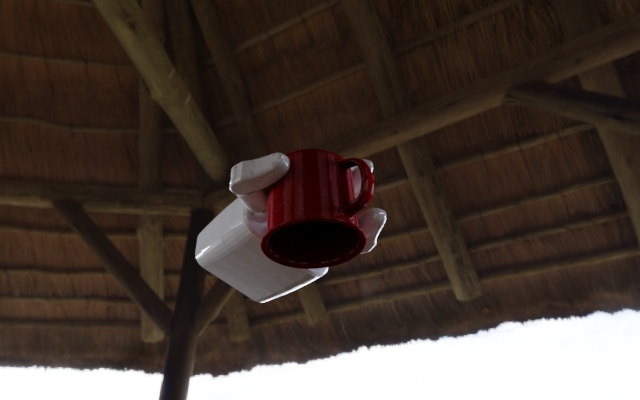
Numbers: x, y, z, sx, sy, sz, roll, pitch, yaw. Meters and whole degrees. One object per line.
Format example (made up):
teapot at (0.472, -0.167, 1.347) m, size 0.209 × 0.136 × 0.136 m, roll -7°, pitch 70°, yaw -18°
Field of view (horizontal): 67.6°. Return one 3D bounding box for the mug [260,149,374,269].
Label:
mug at (0.001, 0.001, 0.433) m, size 0.093 × 0.081 × 0.117 m, roll 25°, pitch -43°, yaw -36°
